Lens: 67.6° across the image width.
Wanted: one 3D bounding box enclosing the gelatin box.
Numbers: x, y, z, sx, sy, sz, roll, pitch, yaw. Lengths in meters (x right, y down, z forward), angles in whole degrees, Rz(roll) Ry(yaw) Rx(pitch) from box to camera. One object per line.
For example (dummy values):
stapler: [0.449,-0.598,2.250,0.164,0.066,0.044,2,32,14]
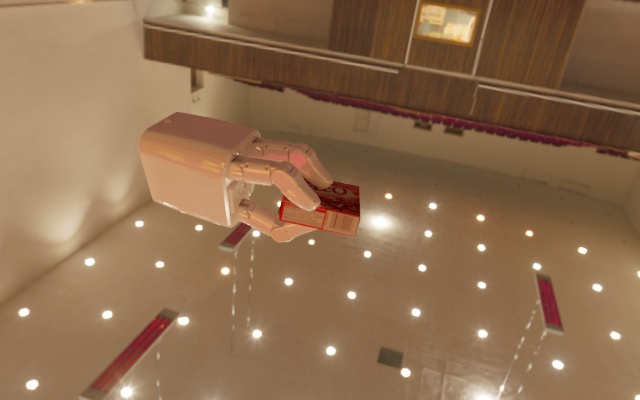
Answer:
gelatin box: [0.000,0.002,0.547,0.089,0.030,0.073,12,28,-3]
